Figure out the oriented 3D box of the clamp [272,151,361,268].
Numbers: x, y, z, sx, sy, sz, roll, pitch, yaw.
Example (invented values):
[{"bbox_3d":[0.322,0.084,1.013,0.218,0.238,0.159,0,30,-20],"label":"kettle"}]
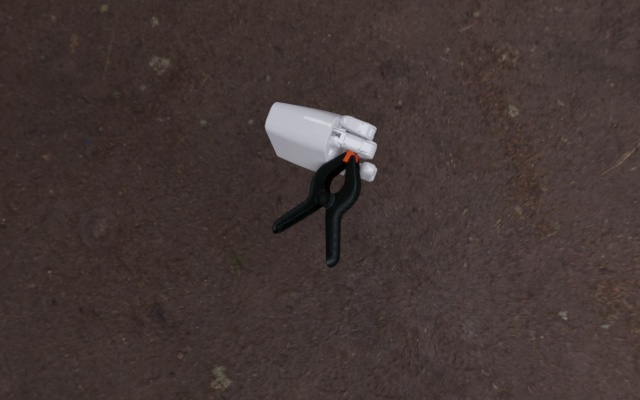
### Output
[{"bbox_3d":[0.000,0.002,0.718,0.120,0.171,0.039,20,-6,19],"label":"clamp"}]
